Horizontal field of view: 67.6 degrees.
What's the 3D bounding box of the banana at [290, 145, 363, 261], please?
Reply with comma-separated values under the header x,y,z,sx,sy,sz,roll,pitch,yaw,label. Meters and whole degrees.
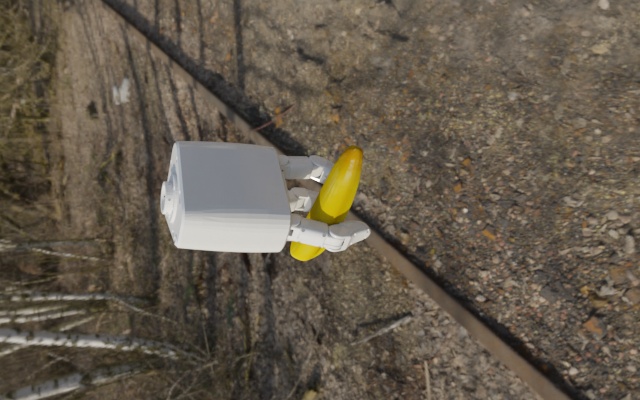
x,y,z,sx,sy,sz,roll,pitch,yaw,label
-0.001,0.019,0.539,0.037,0.069,0.198,11,-35,-17,banana
